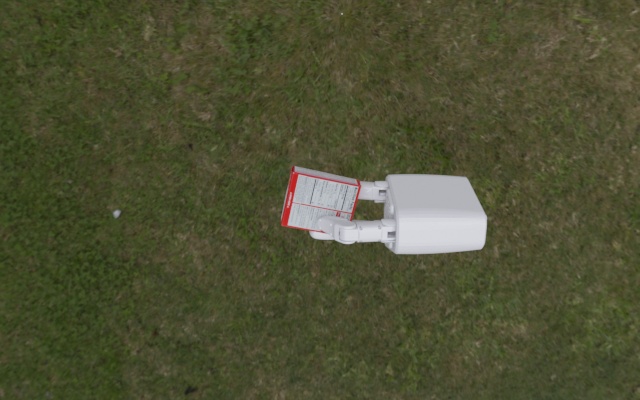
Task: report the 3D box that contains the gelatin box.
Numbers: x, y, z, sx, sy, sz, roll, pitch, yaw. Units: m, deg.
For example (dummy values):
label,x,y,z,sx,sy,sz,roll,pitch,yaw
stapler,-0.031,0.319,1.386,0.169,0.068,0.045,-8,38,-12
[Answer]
label,x,y,z,sx,sy,sz,roll,pitch,yaw
gelatin box,0.000,0.002,0.603,0.089,0.073,0.030,11,20,-8
